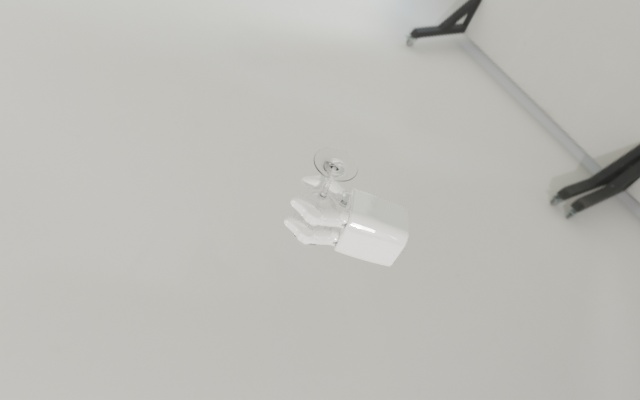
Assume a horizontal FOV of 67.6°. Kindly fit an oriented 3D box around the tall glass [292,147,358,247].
[{"bbox_3d":[0.000,0.002,0.839,0.079,0.079,0.201,0,-38,-19],"label":"tall glass"}]
